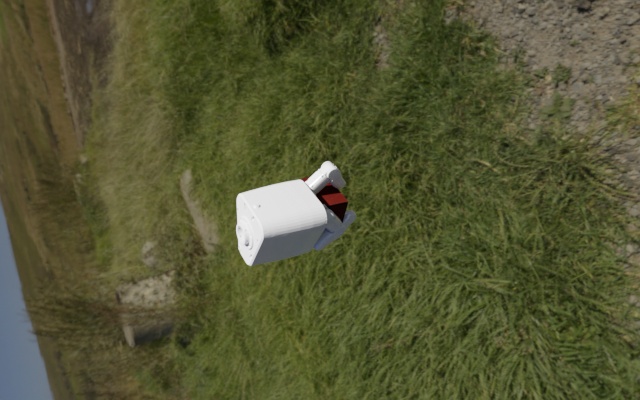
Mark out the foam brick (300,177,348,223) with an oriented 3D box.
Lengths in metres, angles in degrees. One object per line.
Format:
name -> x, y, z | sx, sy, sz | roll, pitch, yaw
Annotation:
foam brick -> 0.000, 0.002, 0.780 | 0.051, 0.053, 0.078 | -12, 44, -30
